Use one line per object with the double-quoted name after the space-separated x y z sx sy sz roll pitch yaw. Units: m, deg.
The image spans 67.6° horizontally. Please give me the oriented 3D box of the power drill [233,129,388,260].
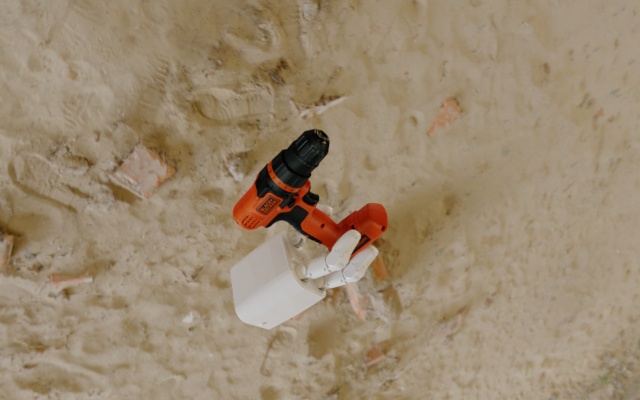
0.000 0.003 0.652 0.188 0.057 0.184 29 -52 -26 "power drill"
